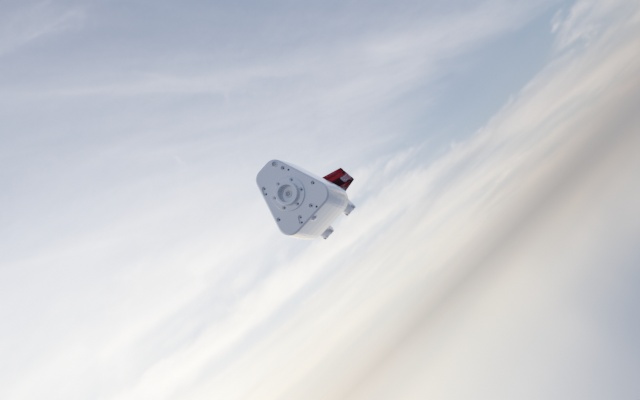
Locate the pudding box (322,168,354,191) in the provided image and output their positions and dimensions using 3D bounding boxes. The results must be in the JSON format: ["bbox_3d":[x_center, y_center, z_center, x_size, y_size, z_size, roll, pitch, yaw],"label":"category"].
[{"bbox_3d":[0.000,0.003,0.832,0.090,0.039,0.113,-29,-20,-53],"label":"pudding box"}]
